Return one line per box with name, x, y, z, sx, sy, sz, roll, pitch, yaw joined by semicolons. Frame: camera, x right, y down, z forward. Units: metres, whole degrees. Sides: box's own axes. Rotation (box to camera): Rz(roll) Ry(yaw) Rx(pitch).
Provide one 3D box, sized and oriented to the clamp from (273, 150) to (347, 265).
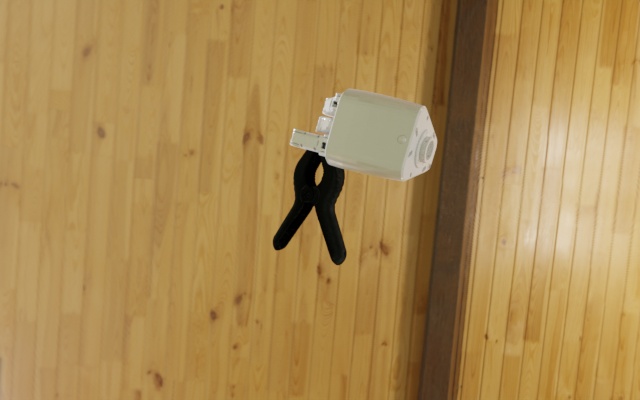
clamp;0.000;0.002;0.641;0.120;0.171;0.039;18;8;31
